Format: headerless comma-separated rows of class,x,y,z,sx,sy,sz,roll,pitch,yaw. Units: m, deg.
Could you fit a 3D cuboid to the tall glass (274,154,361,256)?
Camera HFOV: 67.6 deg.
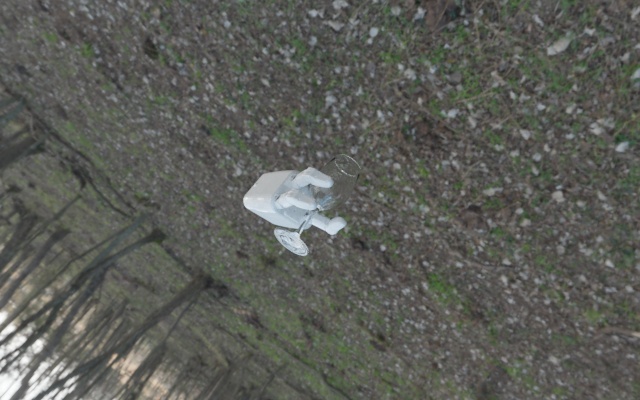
tall glass,0.000,0.003,0.893,0.079,0.201,0.079,29,-27,16
